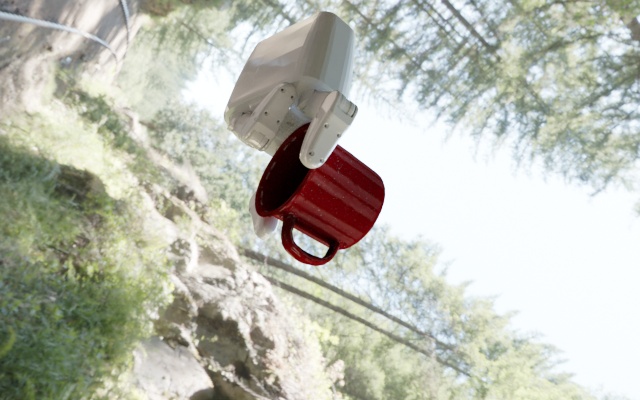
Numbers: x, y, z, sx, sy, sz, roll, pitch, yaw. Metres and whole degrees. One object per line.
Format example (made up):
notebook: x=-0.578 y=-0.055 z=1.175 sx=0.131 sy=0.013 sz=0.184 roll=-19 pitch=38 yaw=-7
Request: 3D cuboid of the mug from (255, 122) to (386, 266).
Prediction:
mug: x=0.000 y=0.003 z=0.412 sx=0.081 sy=0.117 sz=0.093 roll=32 pitch=-39 yaw=-27
